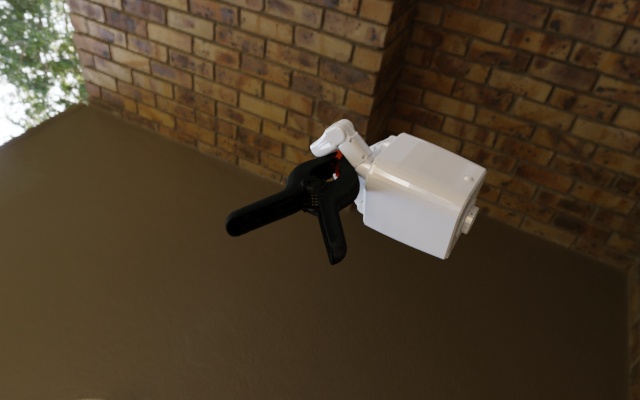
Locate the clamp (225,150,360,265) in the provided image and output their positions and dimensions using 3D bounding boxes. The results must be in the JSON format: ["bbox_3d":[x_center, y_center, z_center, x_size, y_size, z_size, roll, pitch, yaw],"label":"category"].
[{"bbox_3d":[0.000,0.002,0.487,0.120,0.039,0.171,25,44,21],"label":"clamp"}]
